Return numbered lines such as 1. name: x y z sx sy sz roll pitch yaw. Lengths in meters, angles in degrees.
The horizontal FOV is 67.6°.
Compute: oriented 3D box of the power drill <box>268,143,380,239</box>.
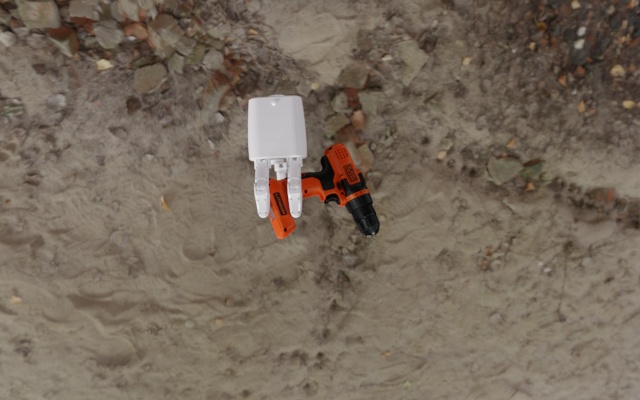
1. power drill: 0.000 0.003 0.857 0.187 0.184 0.057 -19 -13 -21
